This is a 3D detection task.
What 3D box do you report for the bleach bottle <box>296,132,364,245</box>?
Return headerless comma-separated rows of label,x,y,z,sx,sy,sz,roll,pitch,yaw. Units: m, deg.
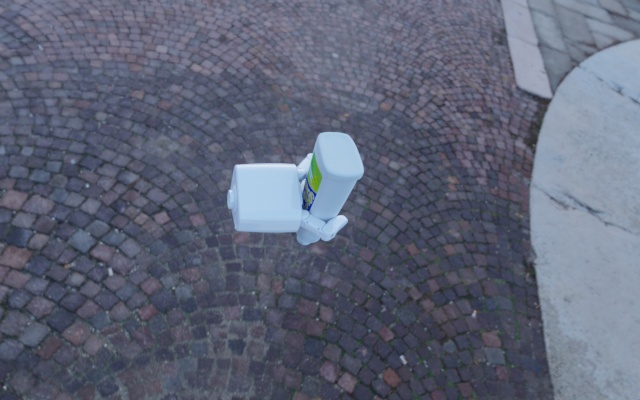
bleach bottle,0.000,0.003,0.839,0.068,0.102,0.251,0,-40,-18
